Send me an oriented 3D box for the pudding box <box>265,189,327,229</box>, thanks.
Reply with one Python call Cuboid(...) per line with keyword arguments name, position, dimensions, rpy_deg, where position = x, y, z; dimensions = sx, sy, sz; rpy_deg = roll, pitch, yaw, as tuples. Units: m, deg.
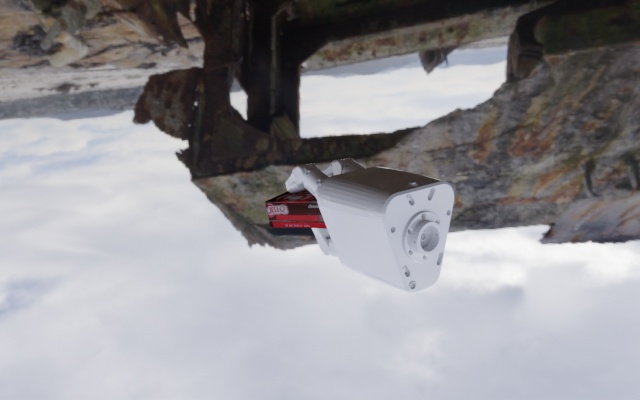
Cuboid(name="pudding box", position=(0.000, 0.002, 0.592), dimensions=(0.090, 0.039, 0.113), rpy_deg=(0, 14, 30))
